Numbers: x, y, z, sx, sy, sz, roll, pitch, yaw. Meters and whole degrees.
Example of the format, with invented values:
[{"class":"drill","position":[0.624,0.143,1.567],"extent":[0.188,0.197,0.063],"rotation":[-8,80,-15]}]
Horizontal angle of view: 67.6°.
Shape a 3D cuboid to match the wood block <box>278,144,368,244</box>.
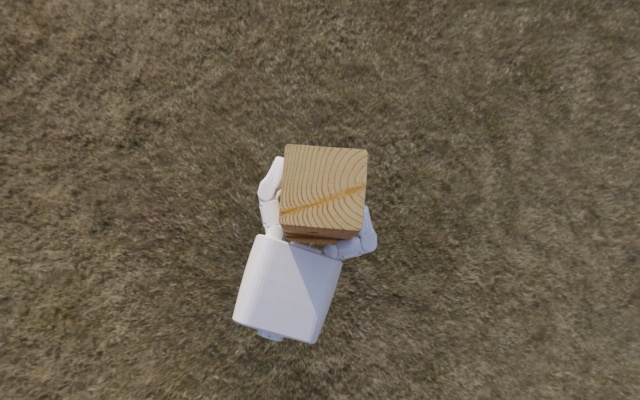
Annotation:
[{"class":"wood block","position":[0.000,0.002,0.603],"extent":[0.091,0.090,0.206],"rotation":[5,-9,-1]}]
